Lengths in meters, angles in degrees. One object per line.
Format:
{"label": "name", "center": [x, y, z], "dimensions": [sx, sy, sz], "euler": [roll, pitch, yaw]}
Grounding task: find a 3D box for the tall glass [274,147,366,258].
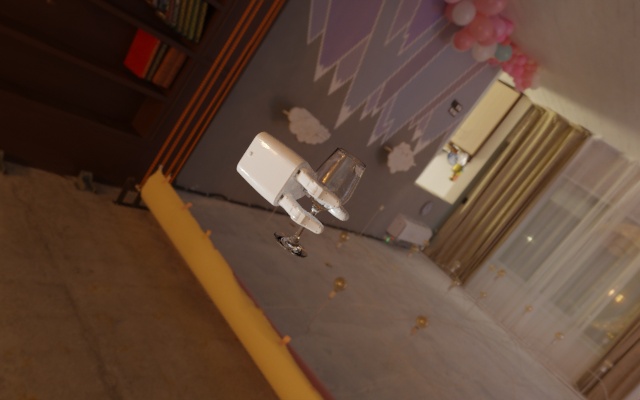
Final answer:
{"label": "tall glass", "center": [0.000, 0.003, 0.864], "dimensions": [0.079, 0.201, 0.079], "euler": [33, 13, -9]}
